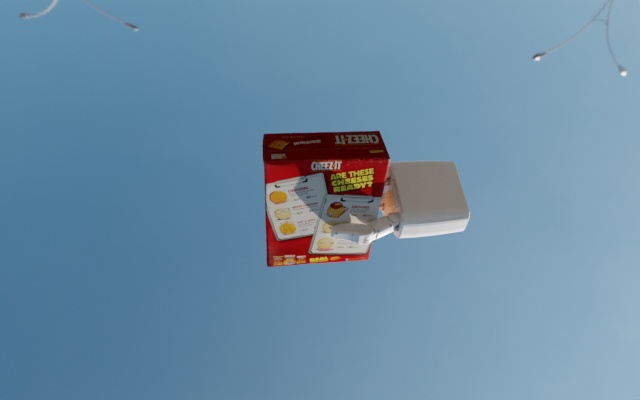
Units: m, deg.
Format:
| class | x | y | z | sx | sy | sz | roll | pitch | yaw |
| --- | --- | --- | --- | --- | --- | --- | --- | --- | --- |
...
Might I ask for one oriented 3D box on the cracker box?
| class | x | y | z | sx | sy | sz | roll | pitch | yaw |
| --- | --- | --- | --- | --- | --- | --- | --- | --- | --- |
| cracker box | 0.000 | 0.003 | 0.696 | 0.164 | 0.214 | 0.072 | -3 | 45 | -8 |
